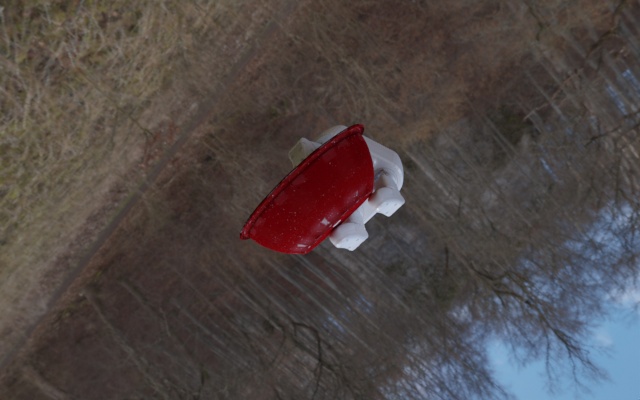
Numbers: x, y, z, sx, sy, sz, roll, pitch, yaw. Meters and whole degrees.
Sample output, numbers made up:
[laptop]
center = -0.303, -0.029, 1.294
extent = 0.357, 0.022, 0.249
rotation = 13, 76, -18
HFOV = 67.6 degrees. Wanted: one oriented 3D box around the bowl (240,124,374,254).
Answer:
[bowl]
center = 0.000, 0.002, 0.463
extent = 0.162, 0.055, 0.162
rotation = -42, -7, -6
